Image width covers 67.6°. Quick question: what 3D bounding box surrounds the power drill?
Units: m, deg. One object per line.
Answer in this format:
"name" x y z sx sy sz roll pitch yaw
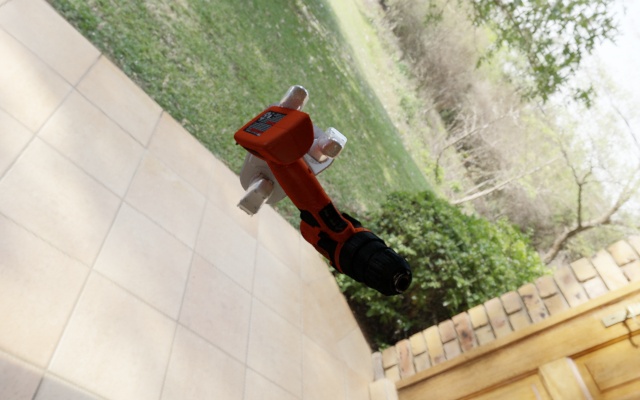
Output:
"power drill" 0.000 0.001 0.474 0.057 0.188 0.184 -39 29 -15
